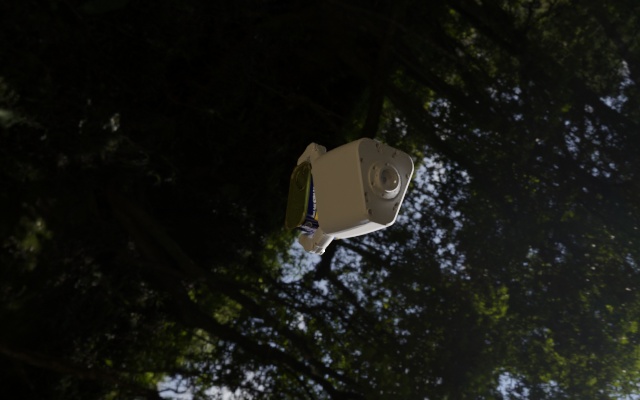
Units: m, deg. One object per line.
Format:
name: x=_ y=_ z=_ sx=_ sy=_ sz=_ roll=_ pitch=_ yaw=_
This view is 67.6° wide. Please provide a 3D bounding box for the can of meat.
can of meat: x=0.000 y=0.003 z=0.718 sx=0.084 sy=0.102 sz=0.057 roll=16 pitch=-22 yaw=-27
